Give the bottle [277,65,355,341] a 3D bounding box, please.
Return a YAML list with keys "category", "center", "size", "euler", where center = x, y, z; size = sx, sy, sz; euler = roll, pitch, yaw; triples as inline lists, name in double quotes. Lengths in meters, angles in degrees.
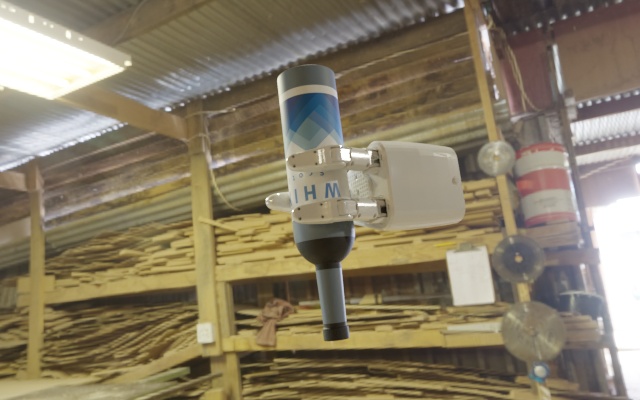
- category: "bottle"
  center: [0.000, 0.001, 0.525]
  size: [0.069, 0.295, 0.069]
  euler: [-7, -10, -1]
